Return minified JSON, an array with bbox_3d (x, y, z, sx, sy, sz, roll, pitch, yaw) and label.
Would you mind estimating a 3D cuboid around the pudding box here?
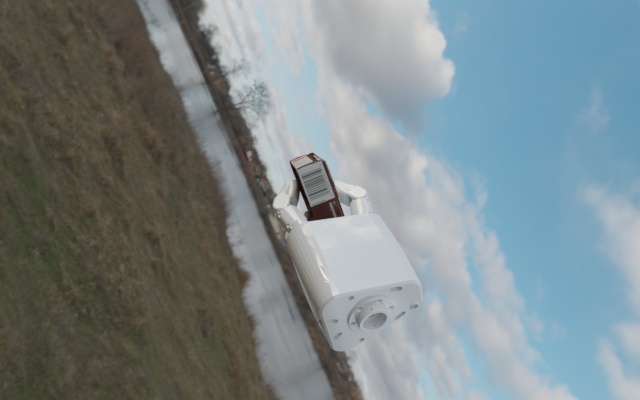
[{"bbox_3d":[0.000,0.002,0.585,0.039,0.113,0.090,-20,13,-5],"label":"pudding box"}]
